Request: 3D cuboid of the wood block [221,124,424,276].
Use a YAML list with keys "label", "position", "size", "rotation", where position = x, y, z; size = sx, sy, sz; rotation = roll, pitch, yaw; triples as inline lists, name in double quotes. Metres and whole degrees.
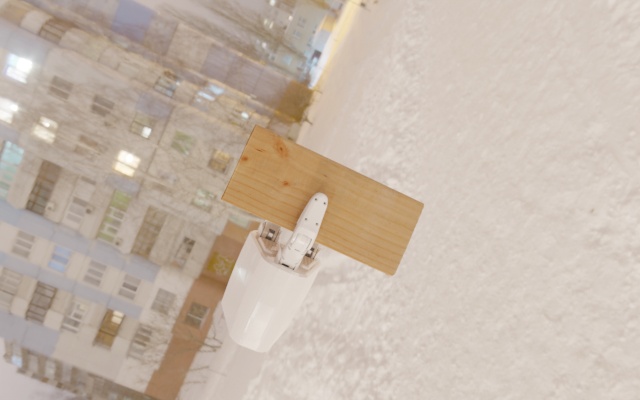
- label: "wood block"
  position: [0.000, 0.002, 0.556]
  size: [0.206, 0.090, 0.091]
  rotation: [25, -4, -8]
